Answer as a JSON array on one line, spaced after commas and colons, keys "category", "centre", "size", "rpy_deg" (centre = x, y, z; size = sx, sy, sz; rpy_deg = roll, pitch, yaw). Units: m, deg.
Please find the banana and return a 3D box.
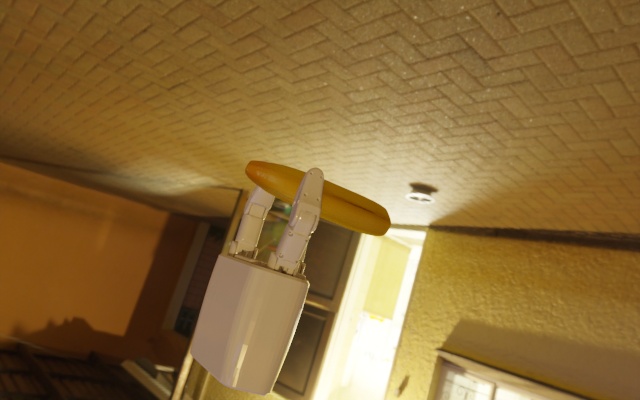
[{"category": "banana", "centre": [0.015, 0.005, 0.493], "size": [0.198, 0.037, 0.069], "rpy_deg": [23, -8, -41]}]
